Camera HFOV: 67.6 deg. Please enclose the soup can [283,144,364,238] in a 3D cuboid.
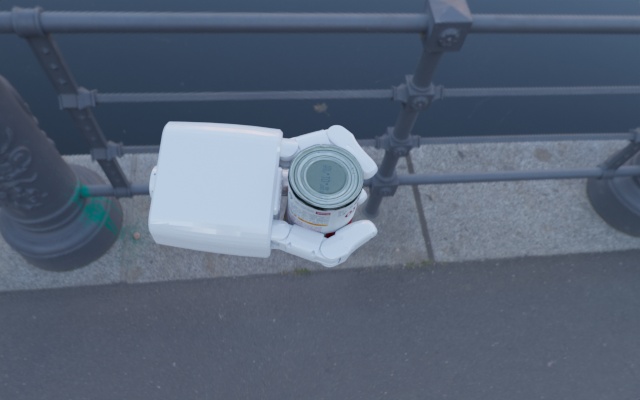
[{"bbox_3d":[0.001,0.001,0.450,0.068,0.068,0.102,0,-28,-6],"label":"soup can"}]
